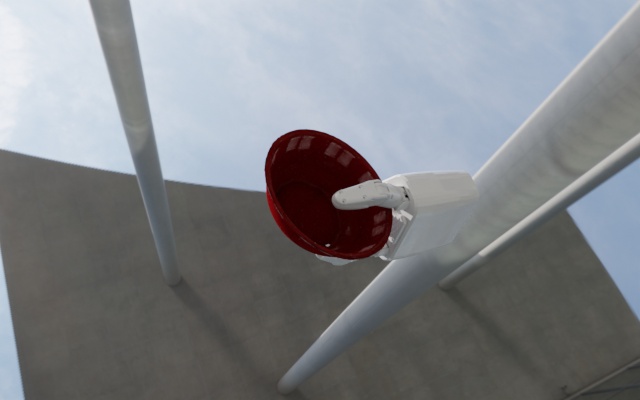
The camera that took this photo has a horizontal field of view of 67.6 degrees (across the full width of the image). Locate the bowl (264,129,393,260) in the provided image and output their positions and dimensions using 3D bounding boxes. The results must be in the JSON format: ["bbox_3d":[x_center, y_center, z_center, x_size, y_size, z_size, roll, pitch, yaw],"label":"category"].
[{"bbox_3d":[-0.001,0.002,0.527,0.162,0.162,0.055,0,-30,-38],"label":"bowl"}]
